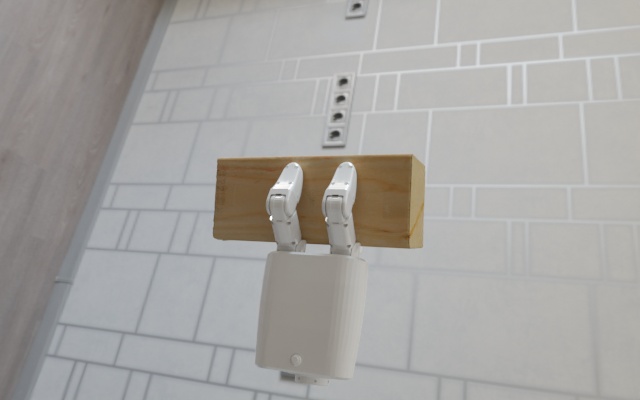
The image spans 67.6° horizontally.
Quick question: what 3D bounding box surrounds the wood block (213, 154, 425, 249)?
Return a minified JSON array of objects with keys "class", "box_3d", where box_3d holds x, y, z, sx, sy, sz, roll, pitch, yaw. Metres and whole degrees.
[{"class":"wood block","box_3d":[0.000,0.002,0.507,0.206,0.090,0.091,1,-4,20]}]
